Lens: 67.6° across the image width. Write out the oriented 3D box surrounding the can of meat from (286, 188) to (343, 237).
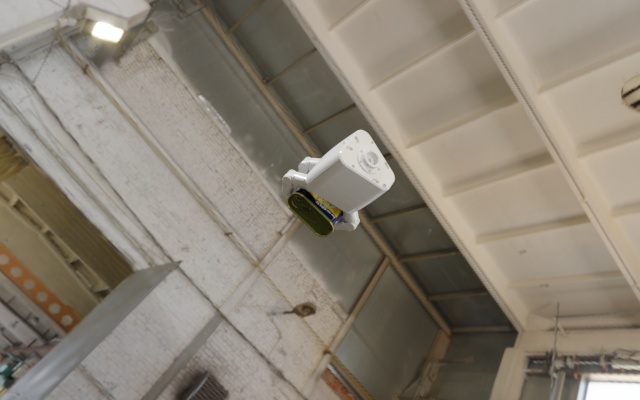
[{"bbox_3d":[0.000,0.003,0.896,0.084,0.102,0.057,-50,7,-38],"label":"can of meat"}]
